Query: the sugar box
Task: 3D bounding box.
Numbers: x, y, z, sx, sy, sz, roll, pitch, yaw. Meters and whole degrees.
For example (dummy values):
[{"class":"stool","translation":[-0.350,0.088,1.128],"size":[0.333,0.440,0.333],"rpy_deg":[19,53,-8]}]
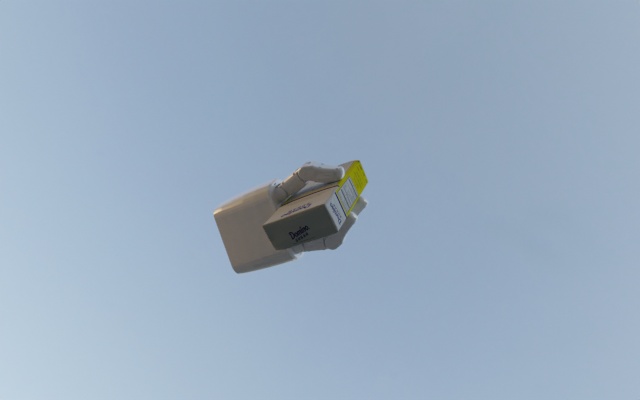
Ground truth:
[{"class":"sugar box","translation":[0.000,0.003,0.646],"size":[0.093,0.048,0.176],"rpy_deg":[-19,17,25]}]
